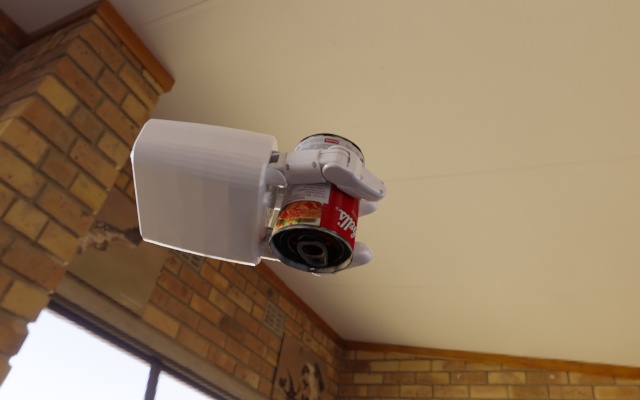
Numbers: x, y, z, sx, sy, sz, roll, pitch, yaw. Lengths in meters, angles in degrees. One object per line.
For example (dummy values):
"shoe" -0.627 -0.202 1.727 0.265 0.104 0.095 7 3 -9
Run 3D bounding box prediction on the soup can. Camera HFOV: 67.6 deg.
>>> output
"soup can" 0.001 0.001 0.407 0.068 0.102 0.069 7 -37 6
